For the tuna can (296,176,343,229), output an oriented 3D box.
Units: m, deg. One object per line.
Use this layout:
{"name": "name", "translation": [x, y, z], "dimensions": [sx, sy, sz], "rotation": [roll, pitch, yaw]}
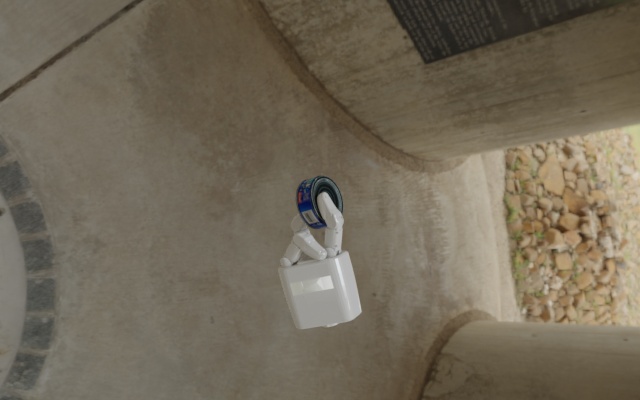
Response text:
{"name": "tuna can", "translation": [0.001, 0.002, 0.789], "dimensions": [0.034, 0.086, 0.086], "rotation": [-16, -10, 38]}
